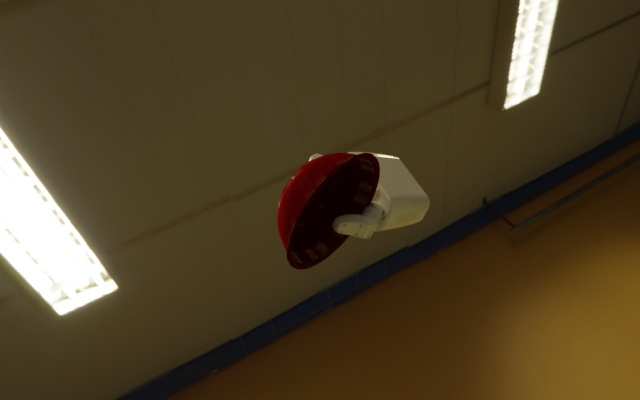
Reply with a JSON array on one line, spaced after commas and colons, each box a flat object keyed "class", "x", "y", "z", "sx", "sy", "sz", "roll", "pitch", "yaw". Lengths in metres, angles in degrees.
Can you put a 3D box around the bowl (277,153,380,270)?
[{"class": "bowl", "x": -0.001, "y": 0.002, "z": 0.569, "sx": 0.055, "sy": 0.162, "sz": 0.162, "roll": 36, "pitch": 17, "yaw": 25}]
